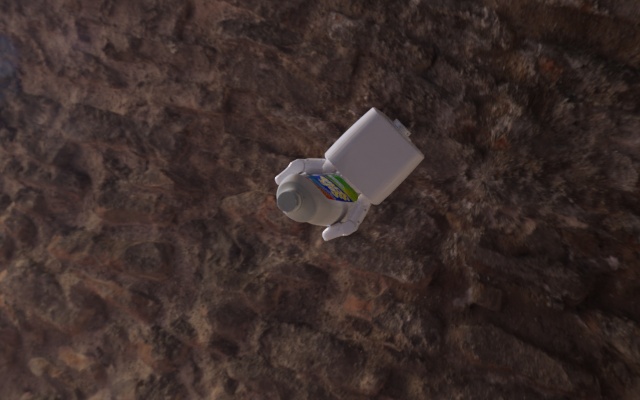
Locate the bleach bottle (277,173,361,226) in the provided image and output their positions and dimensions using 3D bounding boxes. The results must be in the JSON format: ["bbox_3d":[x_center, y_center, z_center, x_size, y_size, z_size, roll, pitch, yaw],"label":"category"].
[{"bbox_3d":[0.000,0.002,0.763,0.068,0.102,0.251,-45,-11,15],"label":"bleach bottle"}]
